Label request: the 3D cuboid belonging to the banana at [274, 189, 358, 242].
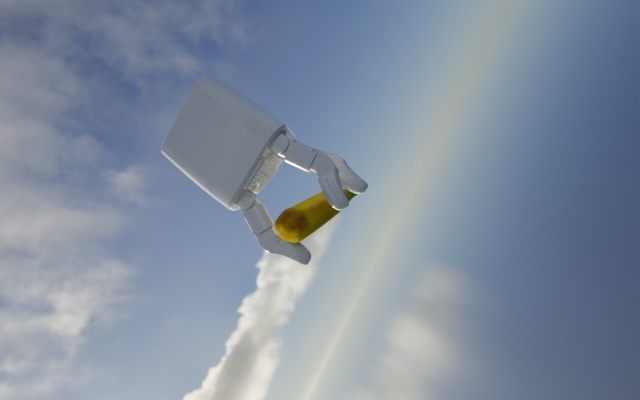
[{"bbox_3d":[-0.010,0.013,0.528,0.070,0.037,0.197,-45,-6,26],"label":"banana"}]
